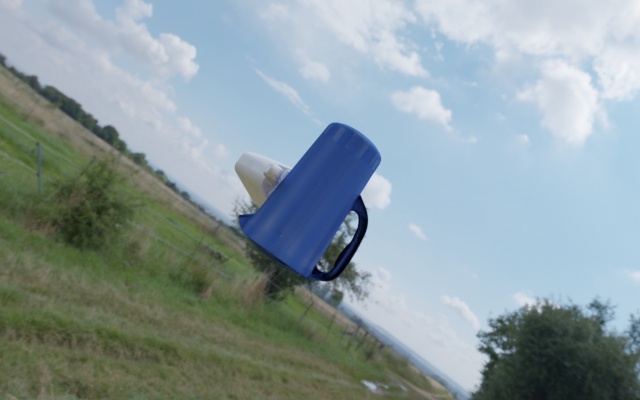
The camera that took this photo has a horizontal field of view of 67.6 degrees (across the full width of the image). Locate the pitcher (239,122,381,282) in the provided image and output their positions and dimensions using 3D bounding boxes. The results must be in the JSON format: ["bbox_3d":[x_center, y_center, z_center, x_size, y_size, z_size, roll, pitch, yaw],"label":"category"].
[{"bbox_3d":[0.000,0.002,0.779,0.145,0.243,0.149,27,-12,49],"label":"pitcher"}]
